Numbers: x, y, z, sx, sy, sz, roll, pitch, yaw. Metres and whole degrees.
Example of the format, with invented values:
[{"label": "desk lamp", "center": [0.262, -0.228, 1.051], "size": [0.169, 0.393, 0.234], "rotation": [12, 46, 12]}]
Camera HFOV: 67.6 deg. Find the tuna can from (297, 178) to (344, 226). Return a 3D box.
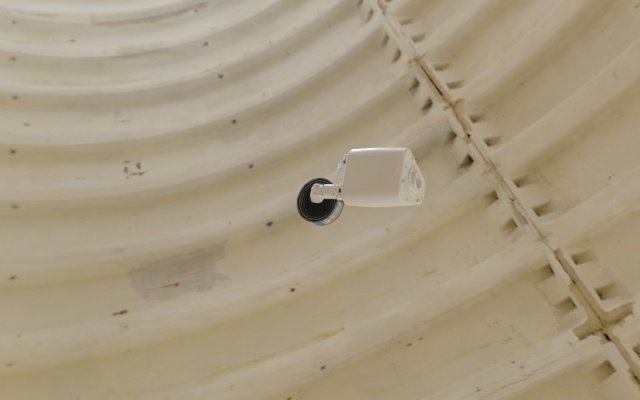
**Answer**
[{"label": "tuna can", "center": [0.000, 0.003, 0.895], "size": [0.086, 0.086, 0.034], "rotation": [0, -16, 30]}]
